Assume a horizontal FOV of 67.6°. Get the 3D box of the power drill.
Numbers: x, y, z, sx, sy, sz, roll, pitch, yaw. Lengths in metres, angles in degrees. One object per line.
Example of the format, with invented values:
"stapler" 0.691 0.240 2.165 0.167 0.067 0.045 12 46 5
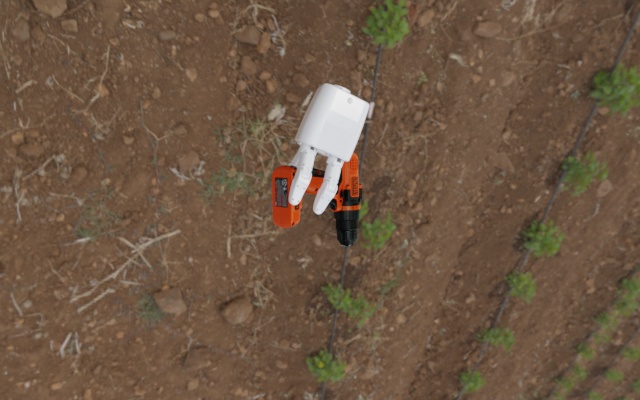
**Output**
"power drill" 0.000 0.003 0.872 0.187 0.184 0.057 -6 6 -44
